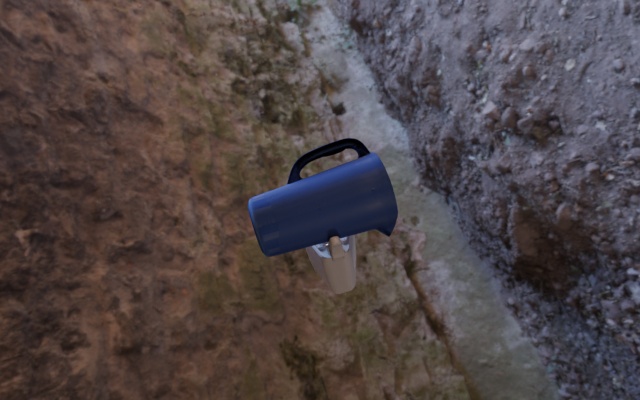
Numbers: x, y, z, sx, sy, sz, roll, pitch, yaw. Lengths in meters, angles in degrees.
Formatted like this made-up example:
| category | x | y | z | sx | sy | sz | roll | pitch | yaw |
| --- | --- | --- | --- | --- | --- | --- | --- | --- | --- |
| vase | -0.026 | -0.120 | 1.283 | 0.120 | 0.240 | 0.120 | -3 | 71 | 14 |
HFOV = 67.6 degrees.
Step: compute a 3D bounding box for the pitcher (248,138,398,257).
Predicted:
| category | x | y | z | sx | sy | sz | roll | pitch | yaw |
| --- | --- | --- | --- | --- | --- | --- | --- | --- | --- |
| pitcher | 0.000 | 0.003 | 0.834 | 0.243 | 0.145 | 0.149 | -17 | 38 | -4 |
